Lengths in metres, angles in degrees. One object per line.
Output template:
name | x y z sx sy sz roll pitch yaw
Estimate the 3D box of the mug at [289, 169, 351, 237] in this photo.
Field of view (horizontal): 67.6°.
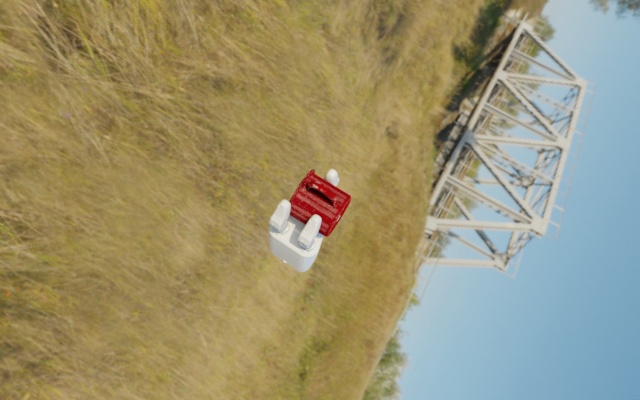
mug | 0.001 0.002 0.791 0.081 0.093 0.117 31 -24 7
